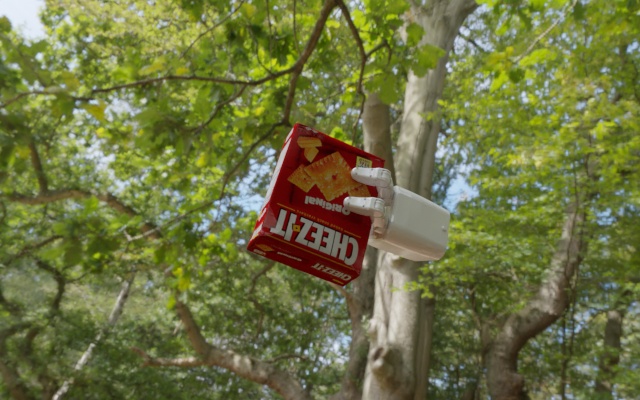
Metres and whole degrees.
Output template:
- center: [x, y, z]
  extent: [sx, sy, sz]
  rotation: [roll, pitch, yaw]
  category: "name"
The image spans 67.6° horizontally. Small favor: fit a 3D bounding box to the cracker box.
- center: [0.000, 0.002, 0.746]
  extent: [0.164, 0.213, 0.072]
  rotation: [23, -30, -12]
  category: "cracker box"
